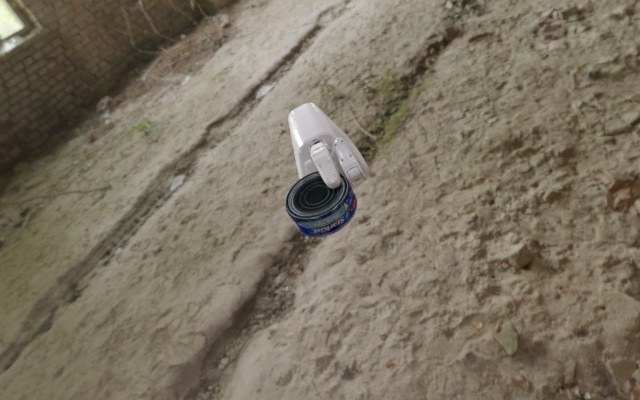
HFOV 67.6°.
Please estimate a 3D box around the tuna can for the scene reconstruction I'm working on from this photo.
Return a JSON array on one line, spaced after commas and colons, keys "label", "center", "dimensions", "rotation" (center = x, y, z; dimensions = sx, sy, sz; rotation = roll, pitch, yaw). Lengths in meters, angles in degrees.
[{"label": "tuna can", "center": [0.000, 0.002, 0.591], "dimensions": [0.086, 0.086, 0.034], "rotation": [0, -42, 27]}]
